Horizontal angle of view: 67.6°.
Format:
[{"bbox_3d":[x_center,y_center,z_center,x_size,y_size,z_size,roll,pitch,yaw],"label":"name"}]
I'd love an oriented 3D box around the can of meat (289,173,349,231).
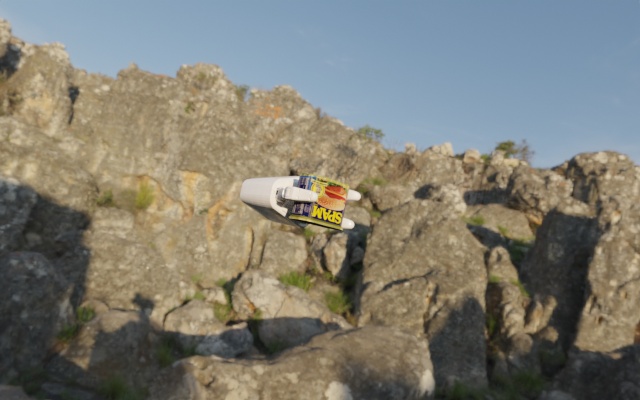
[{"bbox_3d":[0.000,0.002,0.860,0.102,0.084,0.057,17,-8,-38],"label":"can of meat"}]
